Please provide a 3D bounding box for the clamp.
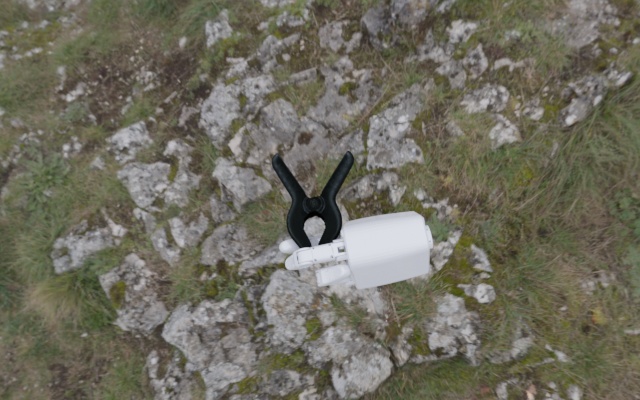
[{"bbox_3d":[0.000,0.002,0.684,0.120,0.171,0.039,-12,-15,5],"label":"clamp"}]
